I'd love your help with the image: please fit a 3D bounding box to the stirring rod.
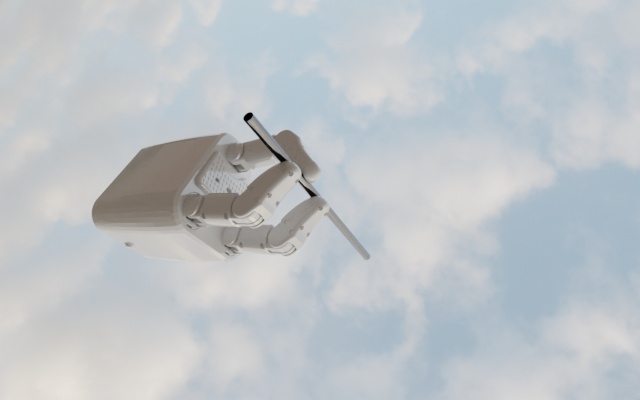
[{"bbox_3d":[0.000,0.001,0.421,0.011,0.011,0.240,0,-29,28],"label":"stirring rod"}]
